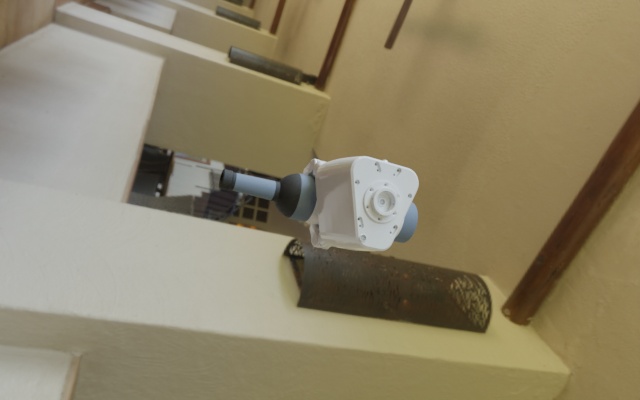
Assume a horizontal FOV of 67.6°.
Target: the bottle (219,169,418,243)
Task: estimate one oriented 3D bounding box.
[{"bbox_3d":[0.000,0.002,0.696,0.296,0.069,0.069,13,-5,-21],"label":"bottle"}]
